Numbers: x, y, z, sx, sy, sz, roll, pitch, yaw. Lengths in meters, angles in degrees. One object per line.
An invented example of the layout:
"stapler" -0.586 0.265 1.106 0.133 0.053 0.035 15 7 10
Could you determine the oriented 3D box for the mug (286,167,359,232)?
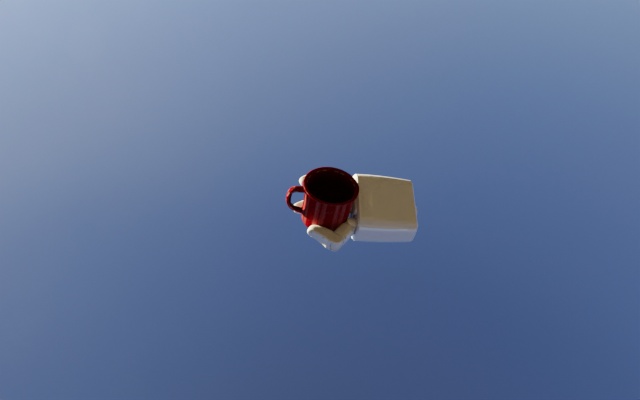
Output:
"mug" -0.001 0.003 0.804 0.117 0.082 0.093 4 44 -8
